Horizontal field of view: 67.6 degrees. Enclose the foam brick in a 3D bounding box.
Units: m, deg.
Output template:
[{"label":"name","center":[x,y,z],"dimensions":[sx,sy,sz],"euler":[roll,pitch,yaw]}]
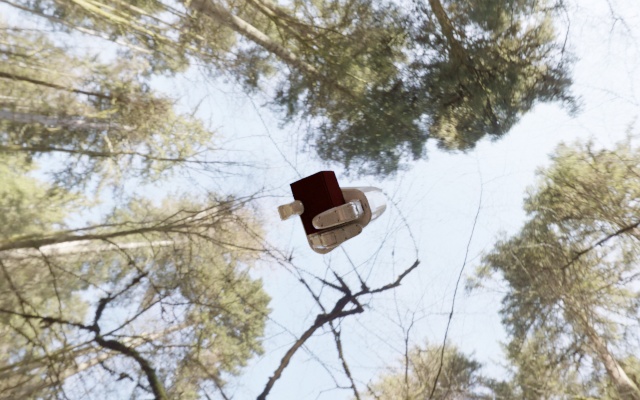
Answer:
[{"label":"foam brick","center":[0.000,0.002,0.662],"dimensions":[0.053,0.078,0.051],"euler":[-19,-1,23]}]
